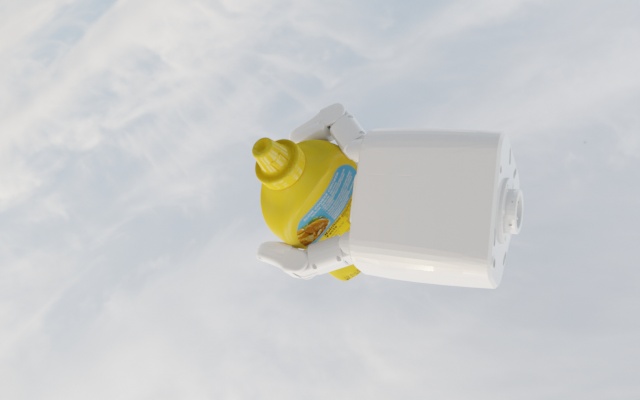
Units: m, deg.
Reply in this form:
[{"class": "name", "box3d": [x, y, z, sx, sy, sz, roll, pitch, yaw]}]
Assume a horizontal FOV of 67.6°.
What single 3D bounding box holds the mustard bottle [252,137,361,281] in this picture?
[{"class": "mustard bottle", "box3d": [0.000, 0.001, 0.430, 0.058, 0.096, 0.192, 32, -7, 38]}]
